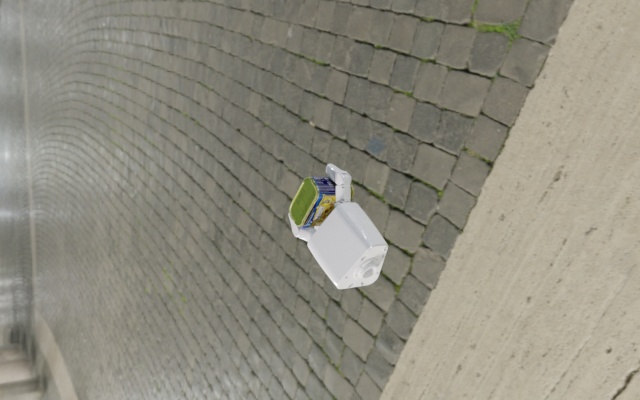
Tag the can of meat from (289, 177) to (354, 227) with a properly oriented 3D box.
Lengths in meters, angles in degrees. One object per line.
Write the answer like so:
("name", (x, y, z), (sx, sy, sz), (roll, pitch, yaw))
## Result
("can of meat", (0.000, 0.003, 0.883), (0.084, 0.102, 0.057), (0, 43, -37))
